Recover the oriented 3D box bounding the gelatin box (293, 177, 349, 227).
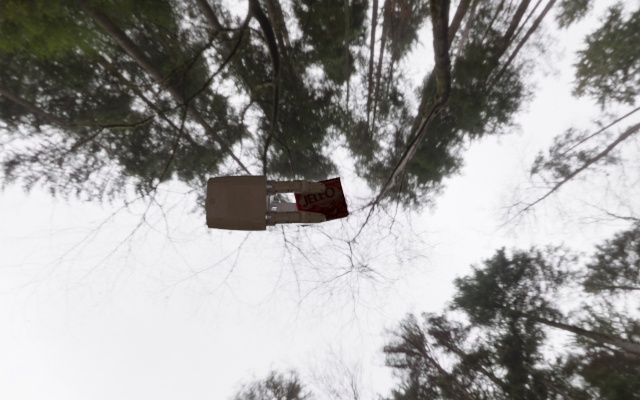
[{"bbox_3d":[0.000,0.003,0.860,0.089,0.073,0.030,-12,-7,-6],"label":"gelatin box"}]
